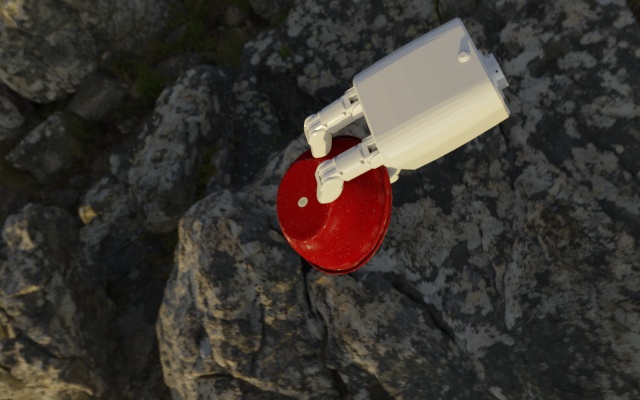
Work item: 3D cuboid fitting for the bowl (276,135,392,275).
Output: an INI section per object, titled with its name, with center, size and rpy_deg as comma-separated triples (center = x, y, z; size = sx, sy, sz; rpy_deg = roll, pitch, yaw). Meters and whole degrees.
[bowl]
center = -0.001, 0.003, 0.536
size = 0.055, 0.162, 0.162
rpy_deg = 7, -5, -44
